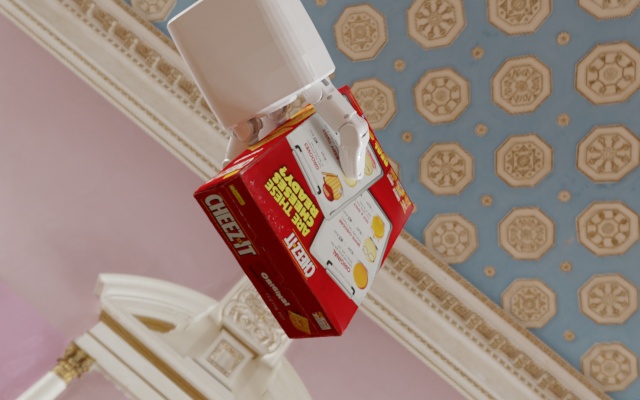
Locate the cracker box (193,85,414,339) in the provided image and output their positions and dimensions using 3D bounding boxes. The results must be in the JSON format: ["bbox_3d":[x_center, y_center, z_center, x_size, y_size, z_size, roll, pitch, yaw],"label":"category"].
[{"bbox_3d":[0.000,0.001,0.472,0.072,0.164,0.213,-18,20,37],"label":"cracker box"}]
